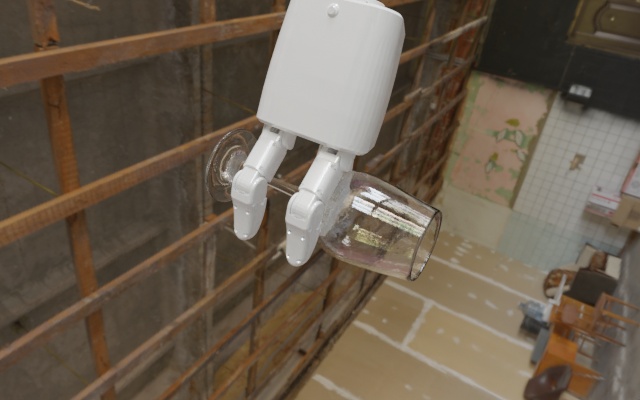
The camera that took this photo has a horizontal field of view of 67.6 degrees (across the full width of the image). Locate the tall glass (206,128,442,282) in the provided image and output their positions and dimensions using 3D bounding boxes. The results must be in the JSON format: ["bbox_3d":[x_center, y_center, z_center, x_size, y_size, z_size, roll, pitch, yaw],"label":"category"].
[{"bbox_3d":[-0.001,0.001,0.417,0.201,0.079,0.079,23,10,24],"label":"tall glass"}]
